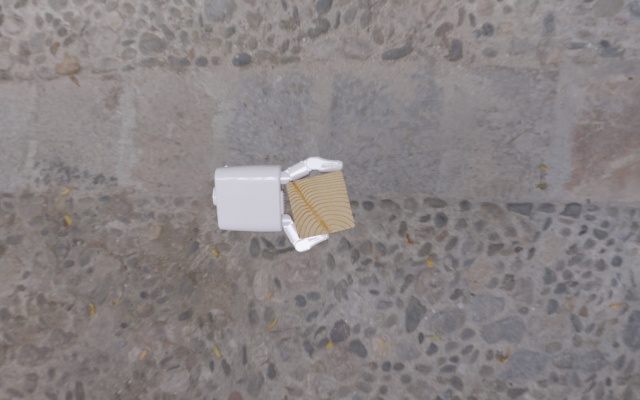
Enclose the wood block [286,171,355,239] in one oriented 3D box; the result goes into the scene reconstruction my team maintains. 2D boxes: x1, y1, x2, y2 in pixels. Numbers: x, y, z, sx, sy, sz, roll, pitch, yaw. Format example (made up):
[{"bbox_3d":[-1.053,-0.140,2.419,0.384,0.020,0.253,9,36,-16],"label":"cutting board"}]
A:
[{"bbox_3d":[0.000,0.003,0.820,0.090,0.091,0.206,-13,3,1],"label":"wood block"}]
